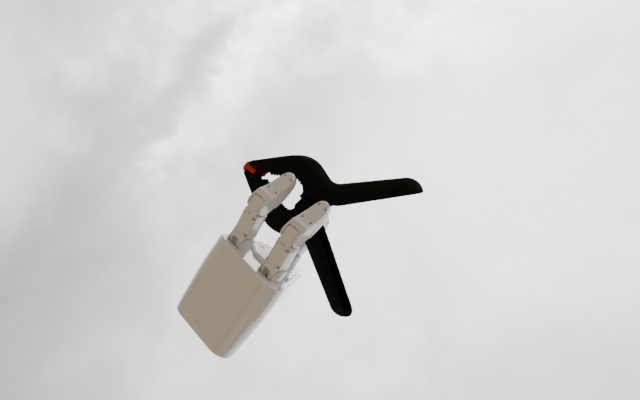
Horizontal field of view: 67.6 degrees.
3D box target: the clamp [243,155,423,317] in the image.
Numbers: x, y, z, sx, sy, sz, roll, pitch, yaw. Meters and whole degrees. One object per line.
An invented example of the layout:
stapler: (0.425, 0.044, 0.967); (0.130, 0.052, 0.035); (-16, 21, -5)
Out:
clamp: (0.000, 0.002, 0.538); (0.210, 0.164, 0.036); (40, 10, 24)
